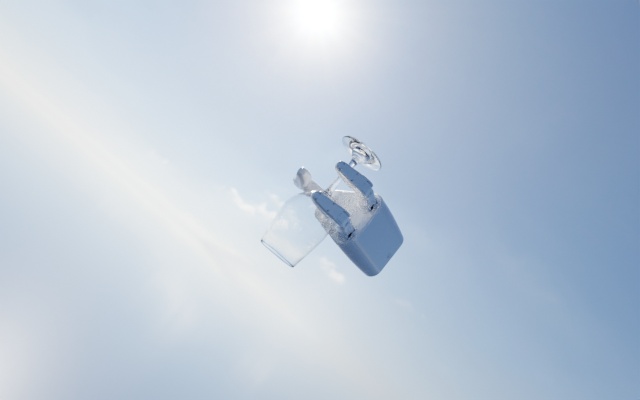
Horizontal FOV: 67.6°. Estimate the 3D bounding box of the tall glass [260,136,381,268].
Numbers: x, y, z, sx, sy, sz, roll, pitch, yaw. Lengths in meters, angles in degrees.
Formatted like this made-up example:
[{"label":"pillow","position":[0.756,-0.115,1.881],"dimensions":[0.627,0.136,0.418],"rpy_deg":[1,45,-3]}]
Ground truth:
[{"label":"tall glass","position":[0.000,0.002,0.701],"dimensions":[0.079,0.201,0.079],"rpy_deg":[38,-13,10]}]
